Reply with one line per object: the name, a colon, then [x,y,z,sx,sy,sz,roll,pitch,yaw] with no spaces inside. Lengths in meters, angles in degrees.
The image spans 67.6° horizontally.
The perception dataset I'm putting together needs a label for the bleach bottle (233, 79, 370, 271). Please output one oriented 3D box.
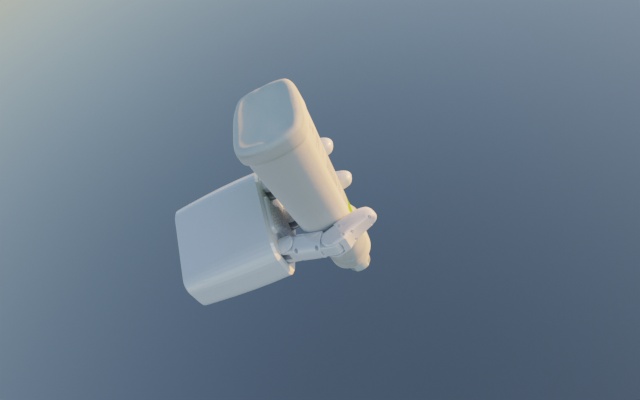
bleach bottle: [0.000,0.002,0.500,0.068,0.102,0.251,-23,-47,10]
